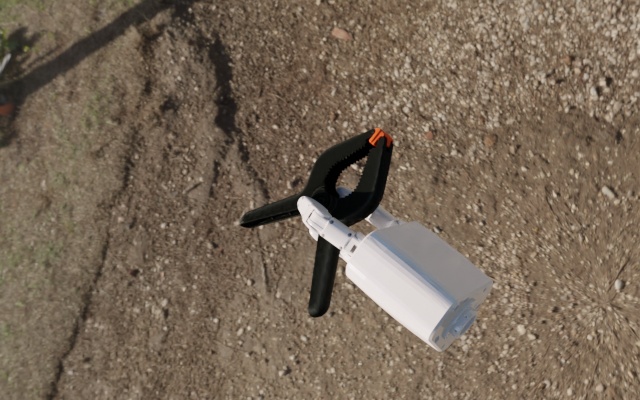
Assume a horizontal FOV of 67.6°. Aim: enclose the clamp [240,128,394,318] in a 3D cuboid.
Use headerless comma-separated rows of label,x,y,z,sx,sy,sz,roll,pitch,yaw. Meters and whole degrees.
clamp,0.000,0.001,0.545,0.164,0.210,0.036,38,10,31
